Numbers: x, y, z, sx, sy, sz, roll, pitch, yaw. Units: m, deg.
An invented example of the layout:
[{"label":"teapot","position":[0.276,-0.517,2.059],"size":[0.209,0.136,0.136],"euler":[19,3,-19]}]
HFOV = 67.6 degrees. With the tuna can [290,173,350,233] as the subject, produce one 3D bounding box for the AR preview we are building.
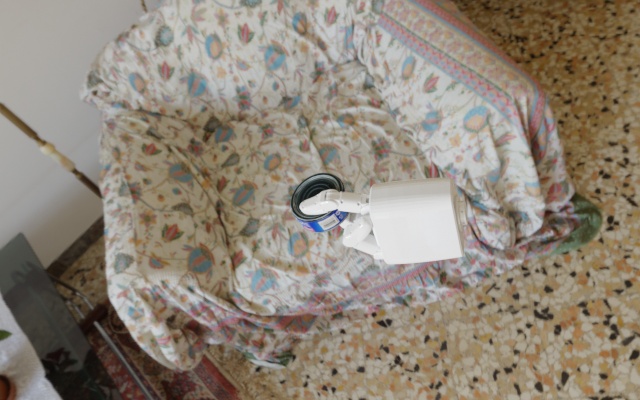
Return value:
[{"label":"tuna can","position":[0.000,0.002,0.690],"size":[0.086,0.086,0.034],"euler":[0,-33,29]}]
